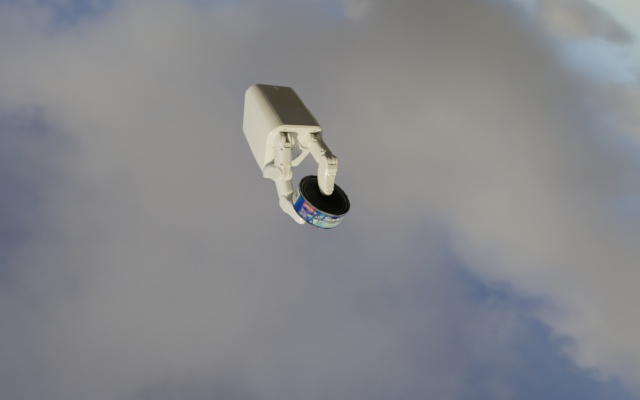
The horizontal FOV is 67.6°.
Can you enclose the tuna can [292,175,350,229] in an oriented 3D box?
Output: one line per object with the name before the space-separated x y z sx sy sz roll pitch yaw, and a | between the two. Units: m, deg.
tuna can | 0.000 0.003 0.728 0.086 0.086 0.034 0 -44 -38
